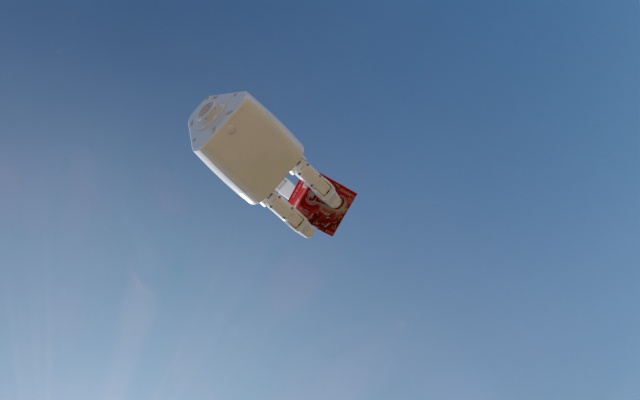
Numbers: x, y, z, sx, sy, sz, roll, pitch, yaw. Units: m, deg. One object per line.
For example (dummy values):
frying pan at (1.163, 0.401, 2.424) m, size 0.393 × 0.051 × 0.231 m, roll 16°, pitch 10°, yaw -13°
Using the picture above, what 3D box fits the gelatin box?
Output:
gelatin box at (0.000, 0.002, 0.674) m, size 0.089 × 0.073 × 0.030 m, roll 28°, pitch 3°, yaw -41°
